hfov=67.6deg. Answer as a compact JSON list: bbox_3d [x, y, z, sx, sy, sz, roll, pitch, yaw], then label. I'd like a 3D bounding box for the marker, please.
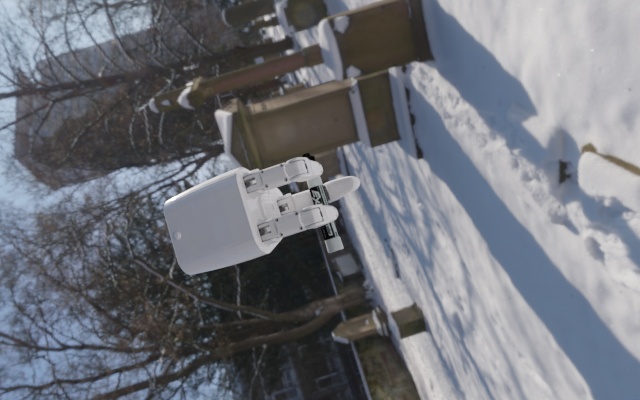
[{"bbox_3d":[0.000,0.002,0.564,0.020,0.121,0.020,-17,-7,-2],"label":"marker"}]
